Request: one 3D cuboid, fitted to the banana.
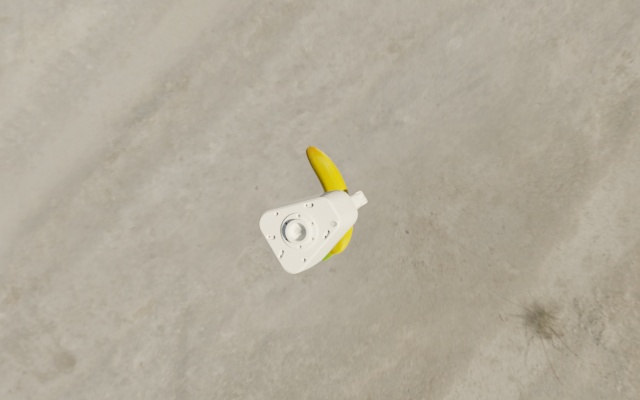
[{"bbox_3d":[0.018,0.004,0.795,0.069,0.198,0.037,-6,4,20],"label":"banana"}]
